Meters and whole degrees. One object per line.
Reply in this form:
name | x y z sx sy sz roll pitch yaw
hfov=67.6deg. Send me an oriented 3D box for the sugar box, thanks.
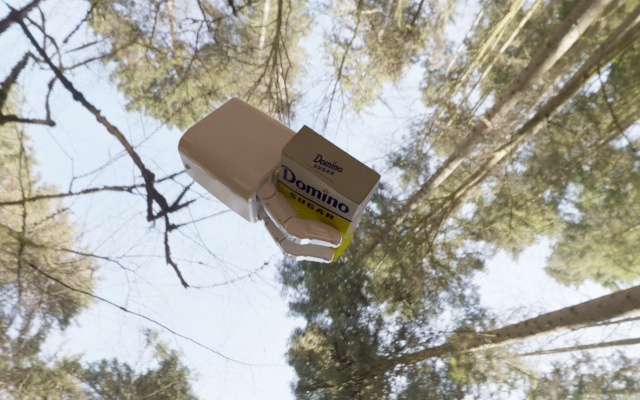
sugar box | 0.000 0.002 0.520 0.093 0.048 0.176 35 -22 10
